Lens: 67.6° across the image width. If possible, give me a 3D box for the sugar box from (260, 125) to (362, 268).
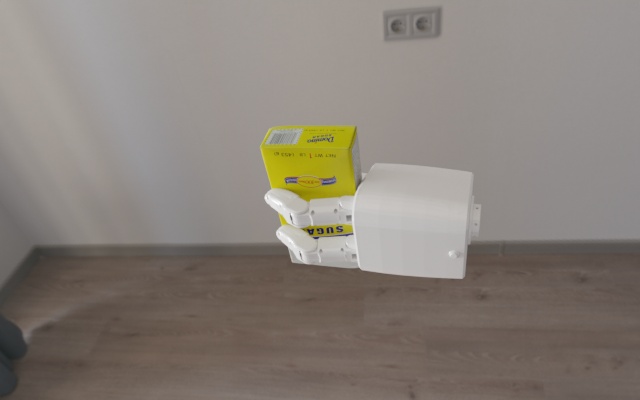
[{"bbox_3d":[0.000,0.002,0.524,0.093,0.176,0.048,3,41,16],"label":"sugar box"}]
